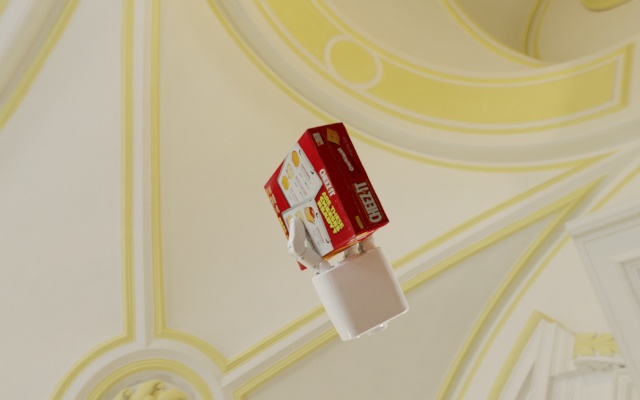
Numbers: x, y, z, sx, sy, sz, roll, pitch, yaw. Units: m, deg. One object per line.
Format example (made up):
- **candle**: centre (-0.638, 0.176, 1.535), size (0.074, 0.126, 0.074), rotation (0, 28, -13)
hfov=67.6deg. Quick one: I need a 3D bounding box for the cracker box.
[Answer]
- **cracker box**: centre (0.000, 0.003, 0.742), size (0.072, 0.164, 0.214), rotation (-19, -12, -29)
